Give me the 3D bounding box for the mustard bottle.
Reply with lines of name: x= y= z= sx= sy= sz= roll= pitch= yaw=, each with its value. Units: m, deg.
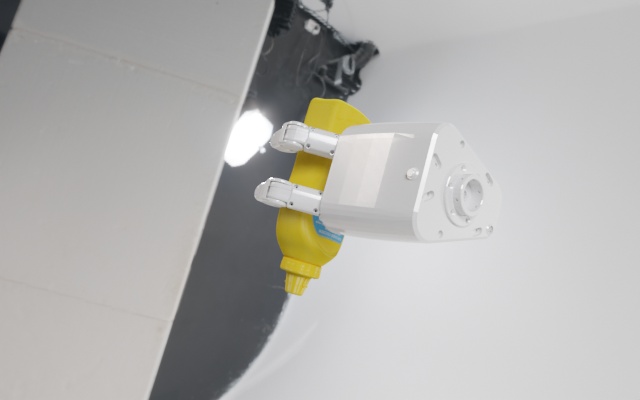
mustard bottle: x=0.000 y=0.001 z=0.486 sx=0.058 sy=0.191 sz=0.096 roll=12 pitch=-9 yaw=28
